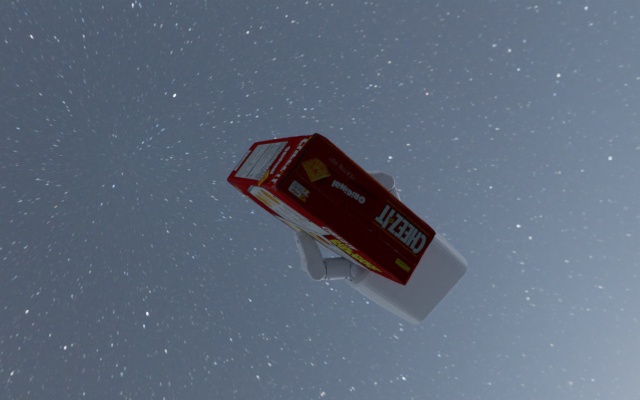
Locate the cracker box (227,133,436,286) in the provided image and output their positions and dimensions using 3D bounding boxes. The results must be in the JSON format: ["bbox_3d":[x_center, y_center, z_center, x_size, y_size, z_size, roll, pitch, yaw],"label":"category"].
[{"bbox_3d":[0.000,0.002,0.530,0.164,0.072,0.213,37,-10,-21],"label":"cracker box"}]
